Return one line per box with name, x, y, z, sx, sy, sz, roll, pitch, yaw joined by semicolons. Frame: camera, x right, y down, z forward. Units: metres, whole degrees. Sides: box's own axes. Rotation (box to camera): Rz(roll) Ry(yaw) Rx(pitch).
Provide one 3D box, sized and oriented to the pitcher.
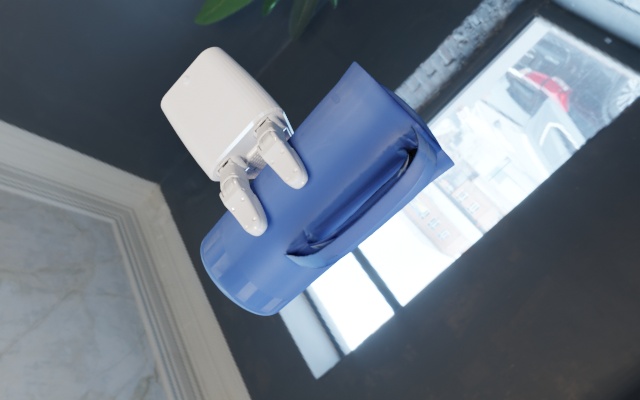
pitcher;0.000;0.001;0.457;0.243;0.145;0.149;-45;-19;12
